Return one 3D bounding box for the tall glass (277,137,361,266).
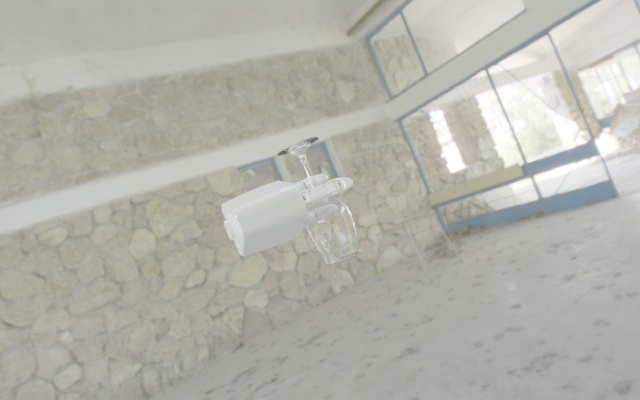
[{"bbox_3d":[0.000,0.002,0.782,0.079,0.201,0.079,-22,-3,-1],"label":"tall glass"}]
